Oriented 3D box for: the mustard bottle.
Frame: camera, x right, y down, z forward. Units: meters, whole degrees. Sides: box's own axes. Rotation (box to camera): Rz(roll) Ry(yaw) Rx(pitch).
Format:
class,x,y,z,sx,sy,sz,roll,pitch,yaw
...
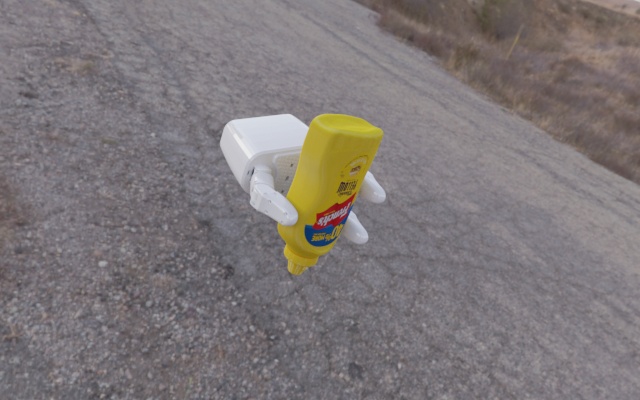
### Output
class,x,y,z,sx,sy,sz,roll,pitch,yaw
mustard bottle,0.000,0.002,0.532,0.058,0.192,0.096,35,27,28
